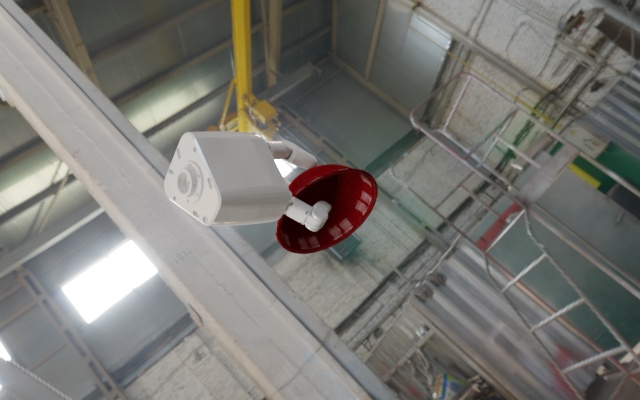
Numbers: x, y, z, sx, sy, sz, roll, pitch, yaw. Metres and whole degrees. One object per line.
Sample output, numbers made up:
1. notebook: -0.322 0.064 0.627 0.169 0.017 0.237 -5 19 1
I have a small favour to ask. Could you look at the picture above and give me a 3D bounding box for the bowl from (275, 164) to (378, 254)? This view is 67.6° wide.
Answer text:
1. bowl: 0.001 0.002 0.686 0.162 0.162 0.055 0 41 -37
